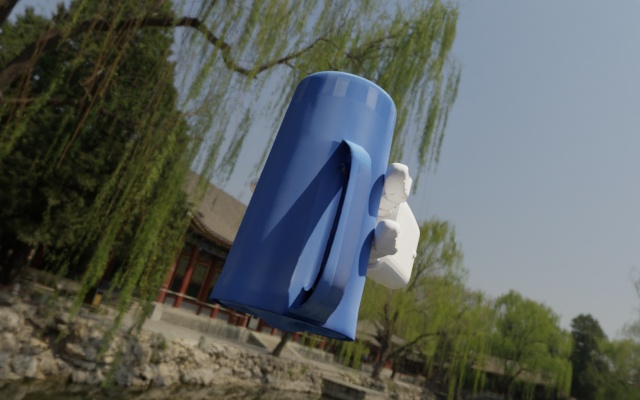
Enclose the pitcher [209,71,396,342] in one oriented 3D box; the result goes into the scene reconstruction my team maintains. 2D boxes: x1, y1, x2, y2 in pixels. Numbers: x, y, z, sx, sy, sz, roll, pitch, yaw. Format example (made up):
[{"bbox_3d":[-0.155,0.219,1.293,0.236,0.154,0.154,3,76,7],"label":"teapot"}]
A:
[{"bbox_3d":[0.000,0.002,0.451,0.149,0.242,0.145,6,-20,29],"label":"pitcher"}]
